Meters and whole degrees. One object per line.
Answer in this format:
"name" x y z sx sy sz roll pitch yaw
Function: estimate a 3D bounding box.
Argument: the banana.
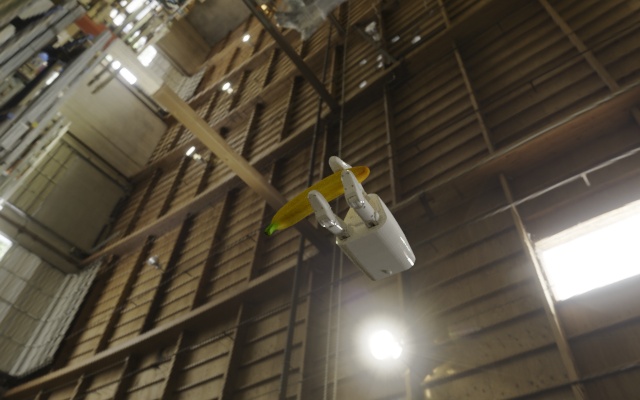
"banana" -0.006 -0.002 0.801 0.198 0.037 0.069 -34 22 4
